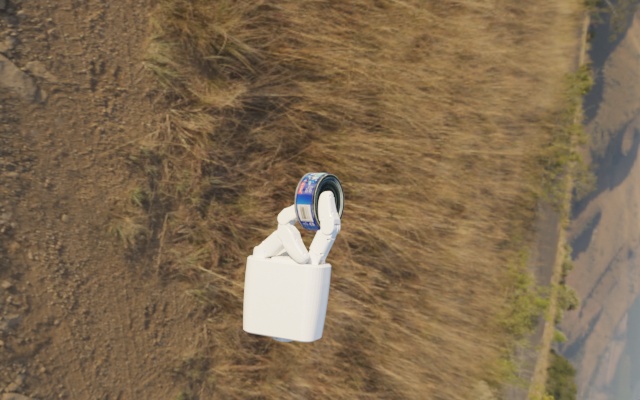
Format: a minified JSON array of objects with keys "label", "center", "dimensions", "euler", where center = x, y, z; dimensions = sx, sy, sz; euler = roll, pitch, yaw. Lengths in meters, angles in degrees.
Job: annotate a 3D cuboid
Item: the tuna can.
[{"label":"tuna can","center":[0.001,0.002,0.693],"dimensions":[0.034,0.086,0.086],"euler":[2,1,33]}]
